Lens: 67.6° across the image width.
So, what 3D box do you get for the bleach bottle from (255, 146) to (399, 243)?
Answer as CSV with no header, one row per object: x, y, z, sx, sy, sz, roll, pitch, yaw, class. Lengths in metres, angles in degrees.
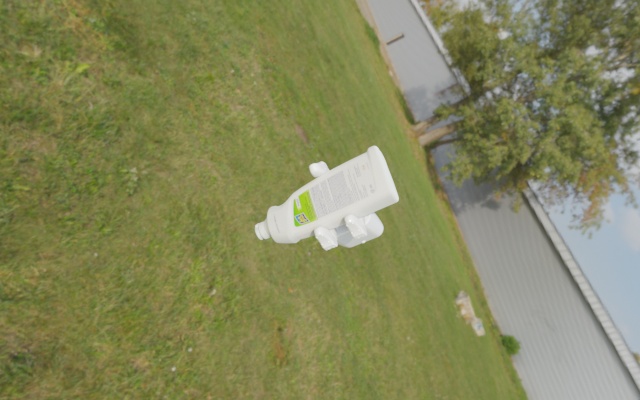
0.000,0.003,0.820,0.251,0.102,0.068,-23,-25,15,bleach bottle
